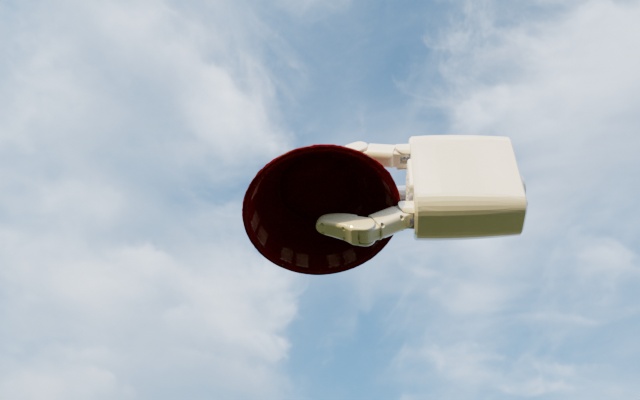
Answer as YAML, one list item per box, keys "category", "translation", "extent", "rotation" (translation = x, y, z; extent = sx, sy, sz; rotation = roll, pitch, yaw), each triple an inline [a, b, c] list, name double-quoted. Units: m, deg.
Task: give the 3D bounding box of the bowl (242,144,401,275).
- category: "bowl"
  translation: [-0.001, 0.001, 0.504]
  extent: [0.162, 0.162, 0.055]
  rotation: [0, 34, -5]
